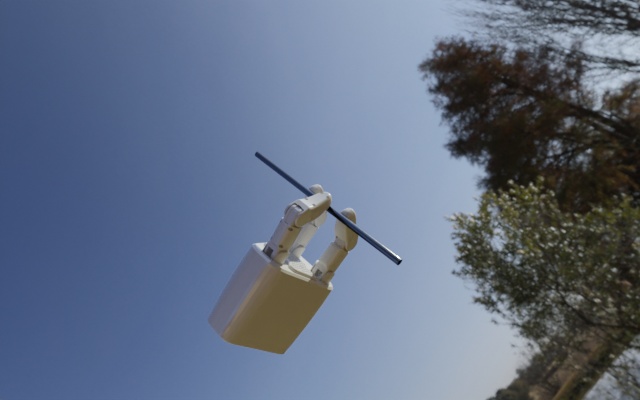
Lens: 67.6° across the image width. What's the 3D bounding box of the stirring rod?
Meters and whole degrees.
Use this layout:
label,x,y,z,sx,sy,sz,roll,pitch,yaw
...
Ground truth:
label,x,y,z,sx,sy,sz,roll,pitch,yaw
stirring rod,0.000,0.002,0.556,0.239,0.011,0.011,37,21,31
